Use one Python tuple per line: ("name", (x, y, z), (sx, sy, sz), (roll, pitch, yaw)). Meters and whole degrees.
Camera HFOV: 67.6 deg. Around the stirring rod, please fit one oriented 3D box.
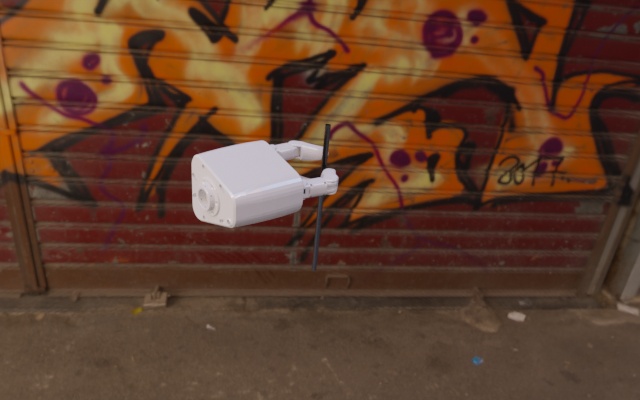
("stirring rod", (0.000, 0.002, 0.721), (0.011, 0.240, 0.011), (5, 25, -2))
